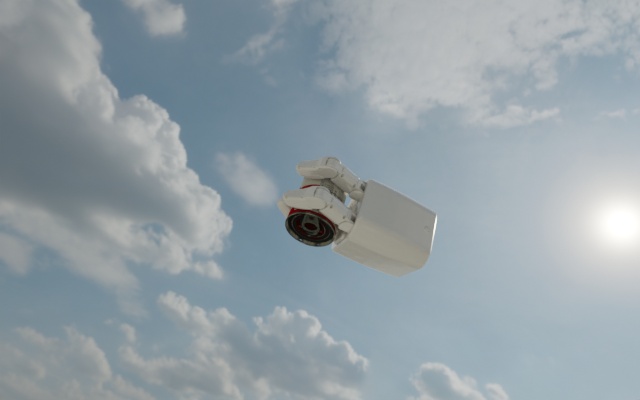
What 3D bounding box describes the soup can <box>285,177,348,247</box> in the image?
[{"bbox_3d":[0.000,0.002,0.648,0.068,0.102,0.069,12,-39,10],"label":"soup can"}]
